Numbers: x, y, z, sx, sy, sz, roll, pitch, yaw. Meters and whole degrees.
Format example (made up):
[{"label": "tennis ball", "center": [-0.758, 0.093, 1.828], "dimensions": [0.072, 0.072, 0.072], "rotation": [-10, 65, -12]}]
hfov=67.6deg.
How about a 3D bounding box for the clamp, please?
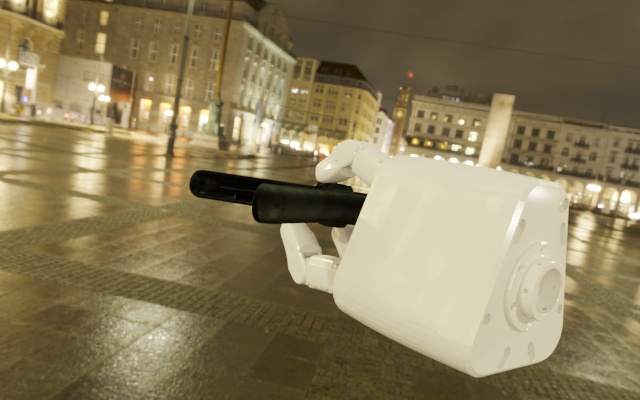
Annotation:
[{"label": "clamp", "center": [0.001, 0.001, 0.407], "dimensions": [0.210, 0.036, 0.164], "rotation": [6, 5, -37]}]
